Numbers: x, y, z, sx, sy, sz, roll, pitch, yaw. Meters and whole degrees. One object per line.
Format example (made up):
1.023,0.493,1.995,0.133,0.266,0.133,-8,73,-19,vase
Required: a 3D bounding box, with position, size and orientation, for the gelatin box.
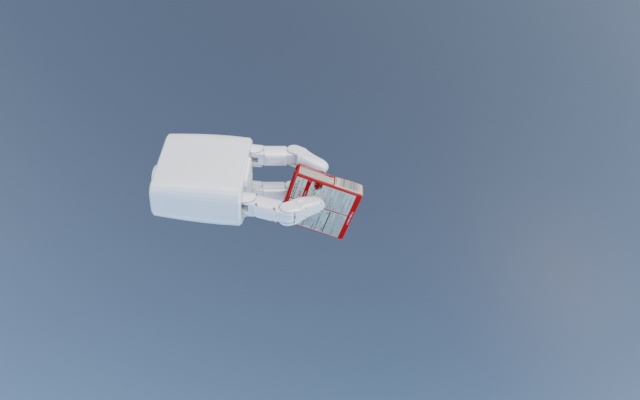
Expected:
0.000,0.002,0.600,0.089,0.073,0.030,18,32,-6,gelatin box
